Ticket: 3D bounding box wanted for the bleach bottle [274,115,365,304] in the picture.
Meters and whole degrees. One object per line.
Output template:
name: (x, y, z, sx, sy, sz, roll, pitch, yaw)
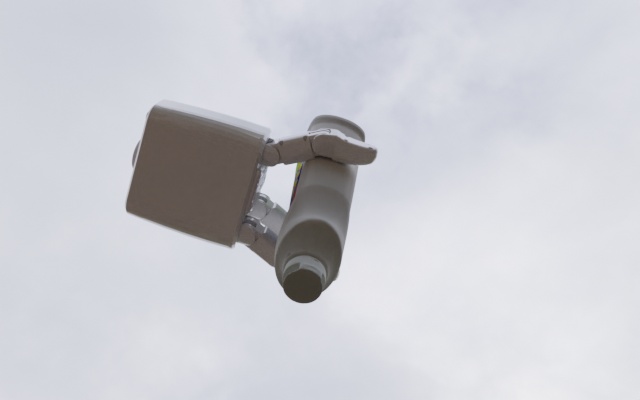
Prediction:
bleach bottle: (0.000, 0.002, 0.440, 0.068, 0.103, 0.250, 17, 24, -3)
